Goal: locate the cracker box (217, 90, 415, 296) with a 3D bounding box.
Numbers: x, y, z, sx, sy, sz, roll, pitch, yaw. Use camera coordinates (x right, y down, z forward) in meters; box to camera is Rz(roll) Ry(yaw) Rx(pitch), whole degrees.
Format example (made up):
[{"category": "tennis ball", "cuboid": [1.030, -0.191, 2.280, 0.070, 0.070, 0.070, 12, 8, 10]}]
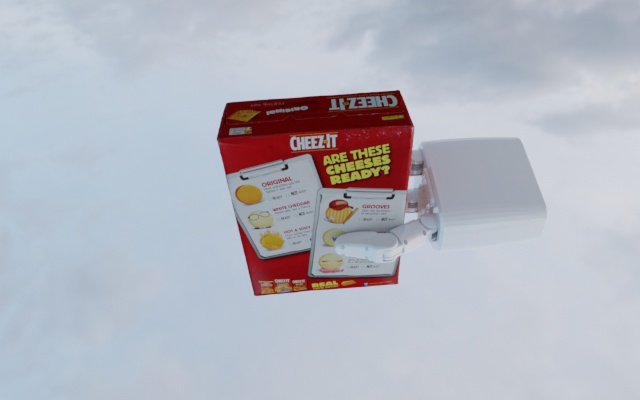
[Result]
[{"category": "cracker box", "cuboid": [0.000, 0.002, 0.482, 0.164, 0.214, 0.072, -4, 42, 0]}]
